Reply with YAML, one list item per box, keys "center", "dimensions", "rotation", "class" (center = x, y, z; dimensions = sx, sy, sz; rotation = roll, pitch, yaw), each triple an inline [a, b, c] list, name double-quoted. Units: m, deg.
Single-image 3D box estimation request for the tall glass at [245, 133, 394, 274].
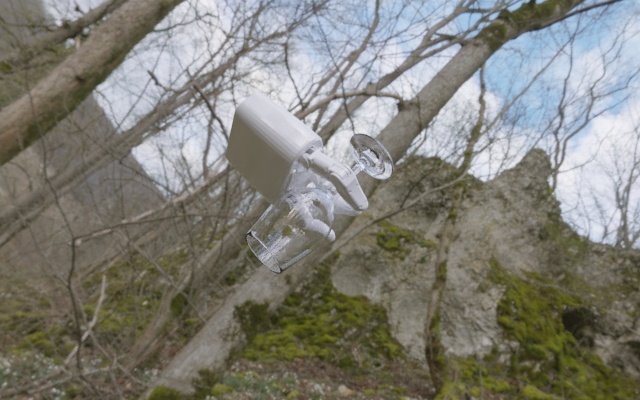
- center: [0.001, 0.002, 0.596]
  dimensions: [0.201, 0.079, 0.079]
  rotation: [-42, 20, -24]
  class: "tall glass"
